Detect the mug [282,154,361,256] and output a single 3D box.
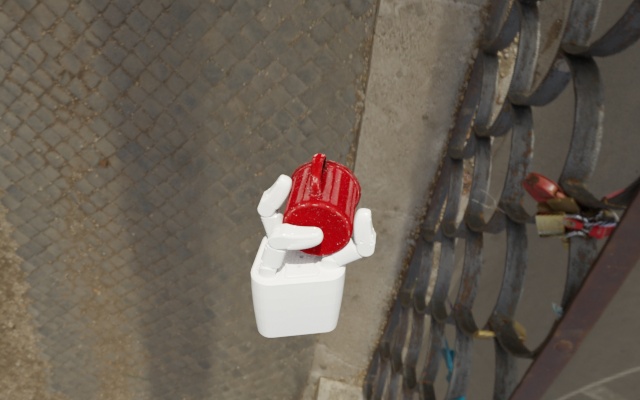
[{"bbox_3d":[0.000,0.001,0.563,0.093,0.117,0.081,4,37,6],"label":"mug"}]
